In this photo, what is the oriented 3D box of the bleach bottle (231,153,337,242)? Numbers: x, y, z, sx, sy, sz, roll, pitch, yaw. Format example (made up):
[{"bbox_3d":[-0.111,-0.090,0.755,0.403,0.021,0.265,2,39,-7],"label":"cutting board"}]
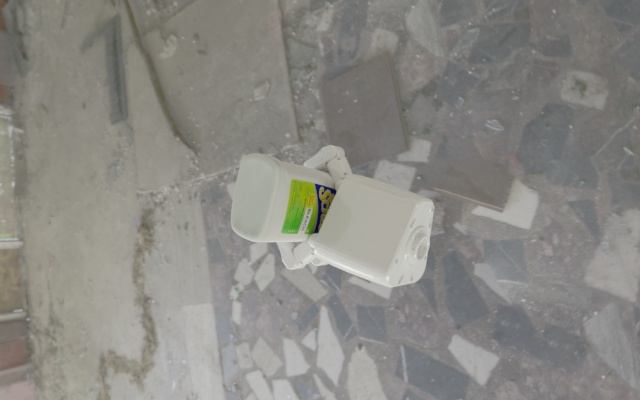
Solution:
[{"bbox_3d":[0.000,0.002,0.631,0.068,0.102,0.251,20,10,37],"label":"bleach bottle"}]
